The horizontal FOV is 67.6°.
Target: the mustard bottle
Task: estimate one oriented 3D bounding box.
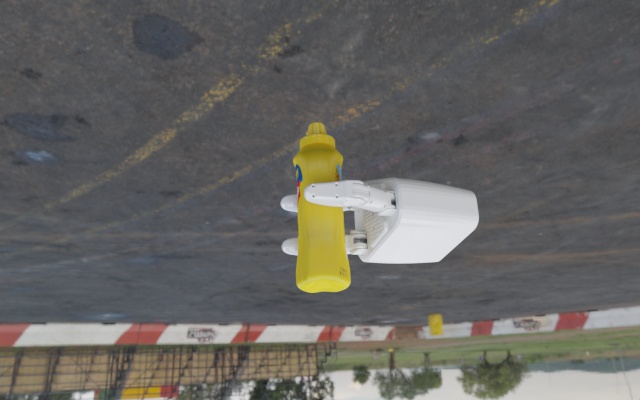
[{"bbox_3d":[0.000,0.002,0.533,0.058,0.191,0.096,-3,-18,2],"label":"mustard bottle"}]
